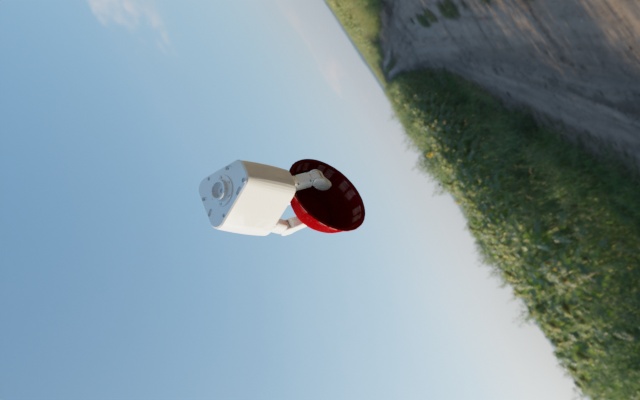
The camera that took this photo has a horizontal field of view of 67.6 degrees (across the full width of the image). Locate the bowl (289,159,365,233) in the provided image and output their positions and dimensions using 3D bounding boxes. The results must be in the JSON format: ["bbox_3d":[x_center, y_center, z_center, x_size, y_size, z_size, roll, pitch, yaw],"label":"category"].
[{"bbox_3d":[0.001,0.003,0.856,0.162,0.162,0.055,0,-37,-42],"label":"bowl"}]
